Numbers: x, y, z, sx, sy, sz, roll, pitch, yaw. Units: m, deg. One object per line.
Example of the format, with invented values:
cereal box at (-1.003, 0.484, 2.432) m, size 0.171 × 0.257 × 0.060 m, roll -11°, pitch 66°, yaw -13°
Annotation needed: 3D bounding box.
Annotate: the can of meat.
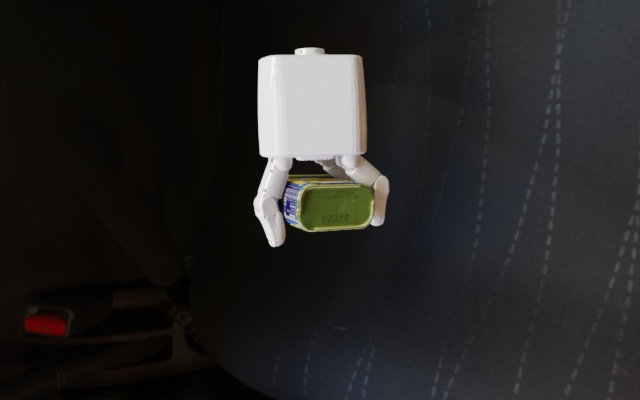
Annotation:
can of meat at (0.000, 0.002, 0.551) m, size 0.102 × 0.057 × 0.084 m, roll -2°, pitch 9°, yaw -28°
